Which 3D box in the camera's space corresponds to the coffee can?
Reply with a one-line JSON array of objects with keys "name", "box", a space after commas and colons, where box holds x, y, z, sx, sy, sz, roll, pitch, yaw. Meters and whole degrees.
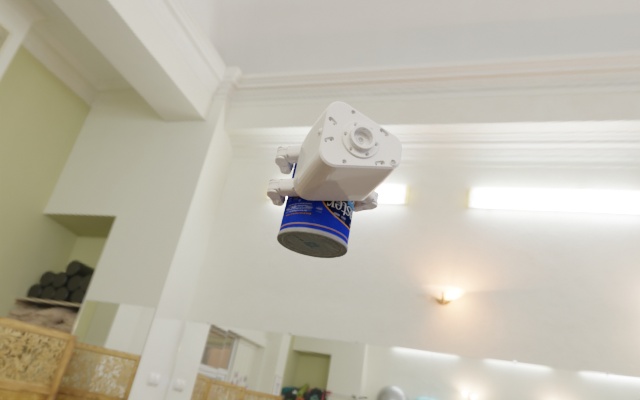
[{"name": "coffee can", "box": [0.000, 0.003, 0.708, 0.103, 0.140, 0.103, 9, -24, 4]}]
